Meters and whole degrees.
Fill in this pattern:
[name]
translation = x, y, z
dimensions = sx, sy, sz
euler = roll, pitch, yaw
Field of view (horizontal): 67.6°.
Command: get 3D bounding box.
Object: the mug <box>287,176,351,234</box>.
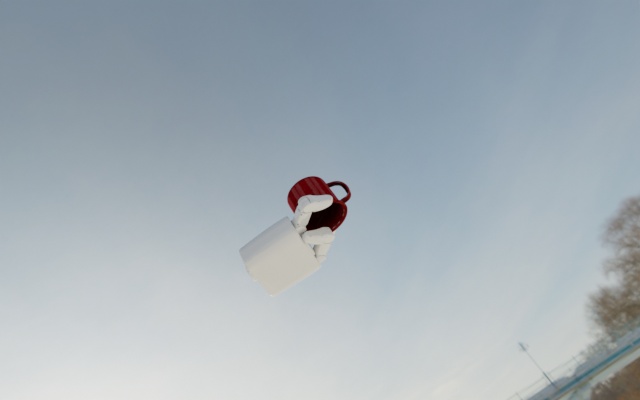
[mug]
translation = 0.001, 0.002, 0.880
dimensions = 0.117, 0.081, 0.093
euler = -32, -37, -4
